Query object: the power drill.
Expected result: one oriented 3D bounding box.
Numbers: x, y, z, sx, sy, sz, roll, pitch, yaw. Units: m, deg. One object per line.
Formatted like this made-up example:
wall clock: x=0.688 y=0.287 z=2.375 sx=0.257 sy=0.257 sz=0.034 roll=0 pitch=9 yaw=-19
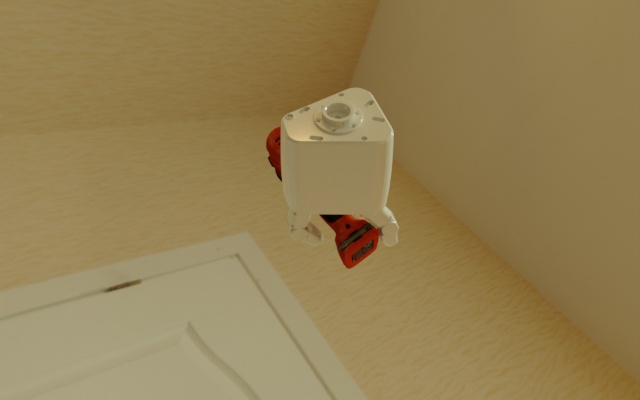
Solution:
power drill: x=0.000 y=0.002 z=0.649 sx=0.057 sy=0.187 sz=0.184 roll=-38 pitch=-16 yaw=-5
